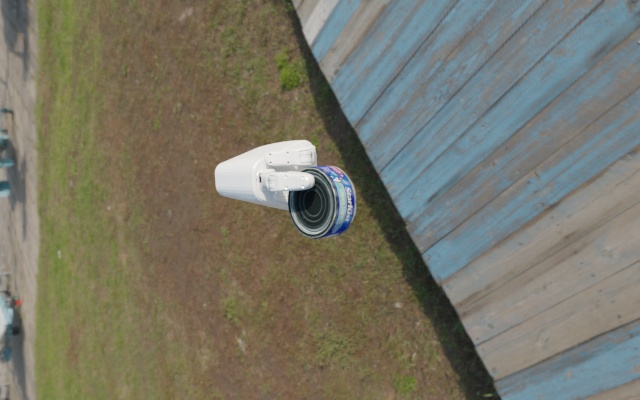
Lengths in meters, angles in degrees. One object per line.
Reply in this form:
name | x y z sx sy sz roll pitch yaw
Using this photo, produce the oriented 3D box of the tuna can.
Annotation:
tuna can | 0.000 0.002 0.564 0.034 0.086 0.086 -5 3 -44
